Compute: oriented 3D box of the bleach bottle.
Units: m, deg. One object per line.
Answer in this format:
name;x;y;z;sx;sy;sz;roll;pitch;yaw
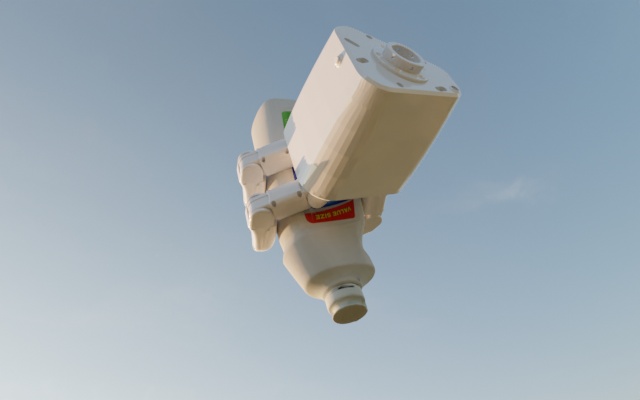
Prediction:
bleach bottle;0.000;0.001;0.457;0.102;0.250;0.068;8;-48;-27
